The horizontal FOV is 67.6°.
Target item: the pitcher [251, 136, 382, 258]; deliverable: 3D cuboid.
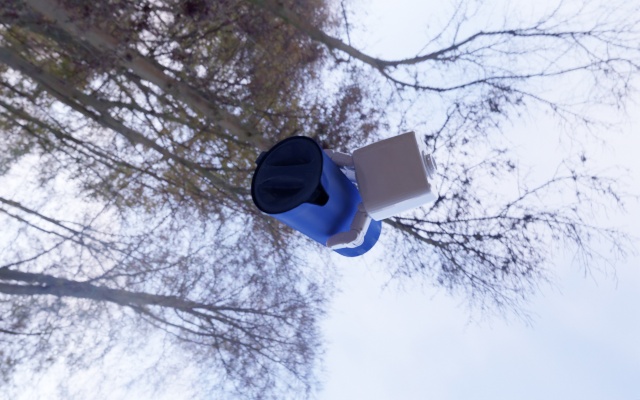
[{"bbox_3d":[0.000,0.003,0.806,0.145,0.149,0.243,-19,-34,25],"label":"pitcher"}]
